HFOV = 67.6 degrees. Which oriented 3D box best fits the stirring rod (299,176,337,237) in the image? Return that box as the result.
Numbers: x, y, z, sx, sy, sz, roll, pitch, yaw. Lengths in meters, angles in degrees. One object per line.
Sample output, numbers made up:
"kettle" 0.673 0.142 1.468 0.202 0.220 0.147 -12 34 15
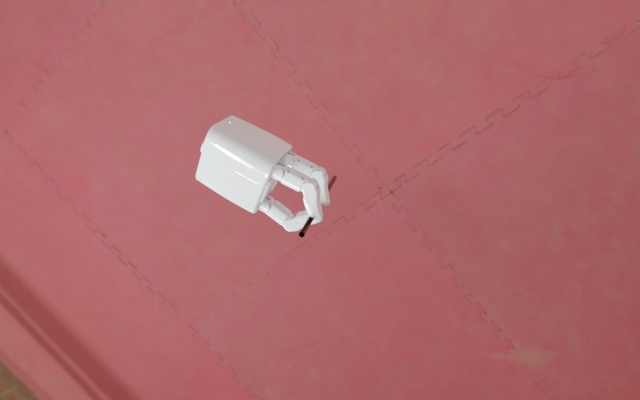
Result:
"stirring rod" 0.000 0.002 0.747 0.011 0.011 0.239 0 21 13
